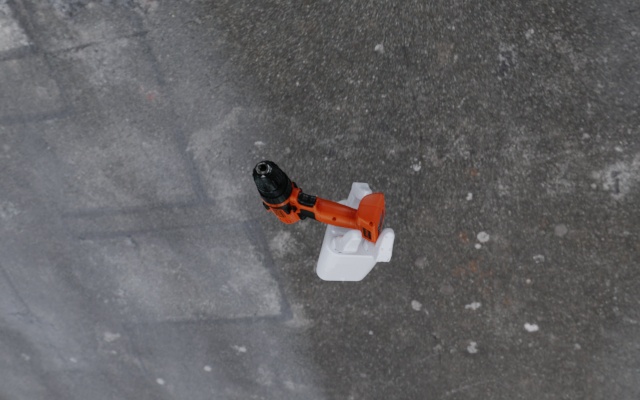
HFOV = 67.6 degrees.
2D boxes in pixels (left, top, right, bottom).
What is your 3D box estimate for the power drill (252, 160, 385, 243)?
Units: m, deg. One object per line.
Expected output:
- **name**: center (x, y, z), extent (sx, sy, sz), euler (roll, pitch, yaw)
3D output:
- **power drill**: center (0.001, 0.003, 0.716), extent (0.187, 0.057, 0.184), euler (14, -16, 14)
